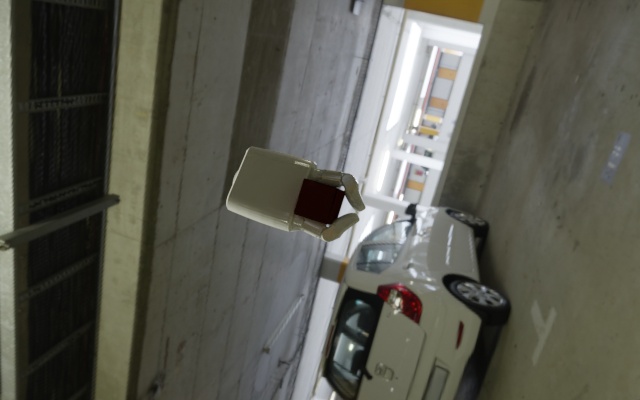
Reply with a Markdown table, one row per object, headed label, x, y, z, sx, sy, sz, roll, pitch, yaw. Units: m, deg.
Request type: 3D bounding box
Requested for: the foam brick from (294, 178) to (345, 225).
| label | x | y | z | sx | sy | sz | roll | pitch | yaw |
| --- | --- | --- | --- | --- | --- | --- | --- | --- | --- |
| foam brick | 0.000 | 0.002 | 0.683 | 0.051 | 0.053 | 0.078 | 18 | 1 | 11 |
